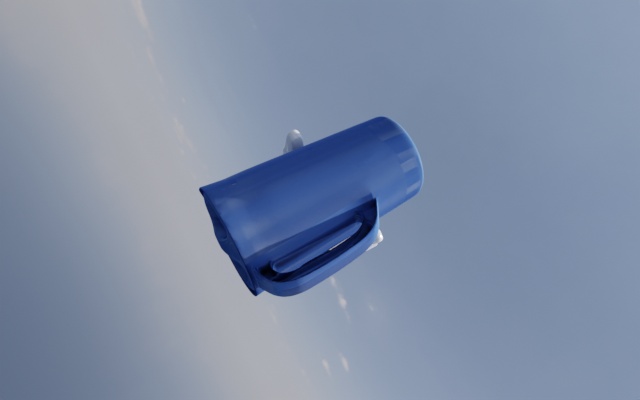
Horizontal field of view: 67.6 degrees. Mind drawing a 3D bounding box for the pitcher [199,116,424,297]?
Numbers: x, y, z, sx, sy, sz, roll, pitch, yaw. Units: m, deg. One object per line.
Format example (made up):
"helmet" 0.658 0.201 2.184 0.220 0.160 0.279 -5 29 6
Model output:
"pitcher" 0.000 0.002 0.547 0.243 0.149 0.145 -27 -4 -16
